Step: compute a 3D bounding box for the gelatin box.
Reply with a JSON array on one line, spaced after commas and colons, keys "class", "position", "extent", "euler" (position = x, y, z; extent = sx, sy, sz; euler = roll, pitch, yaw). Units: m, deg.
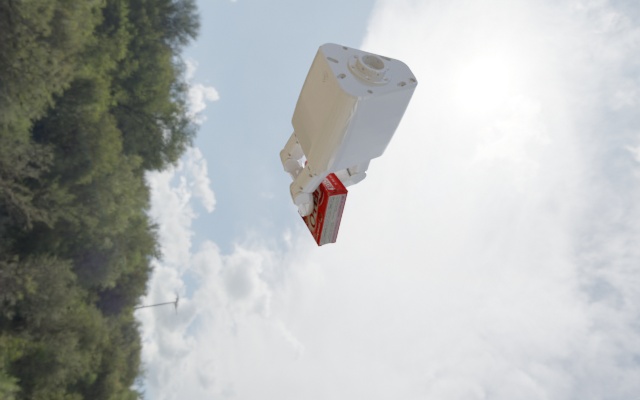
[{"class": "gelatin box", "position": [0.000, 0.002, 0.616], "extent": [0.030, 0.089, 0.073], "euler": [-9, 42, -24]}]
